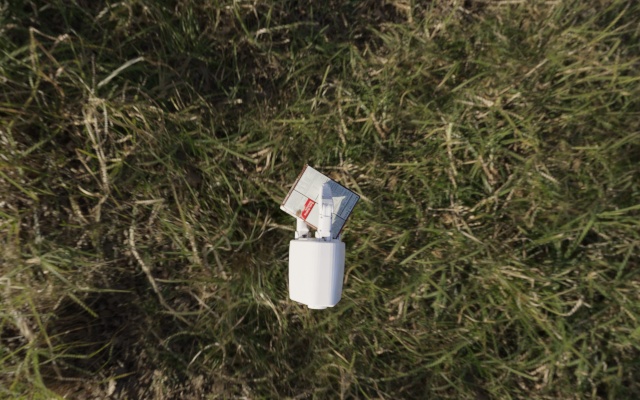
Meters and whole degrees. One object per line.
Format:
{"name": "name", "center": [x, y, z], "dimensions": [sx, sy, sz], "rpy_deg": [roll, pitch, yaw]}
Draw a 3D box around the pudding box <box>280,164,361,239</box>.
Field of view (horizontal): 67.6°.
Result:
{"name": "pudding box", "center": [0.000, 0.003, 0.834], "dimensions": [0.113, 0.090, 0.039], "rpy_deg": [32, -7, -6]}
